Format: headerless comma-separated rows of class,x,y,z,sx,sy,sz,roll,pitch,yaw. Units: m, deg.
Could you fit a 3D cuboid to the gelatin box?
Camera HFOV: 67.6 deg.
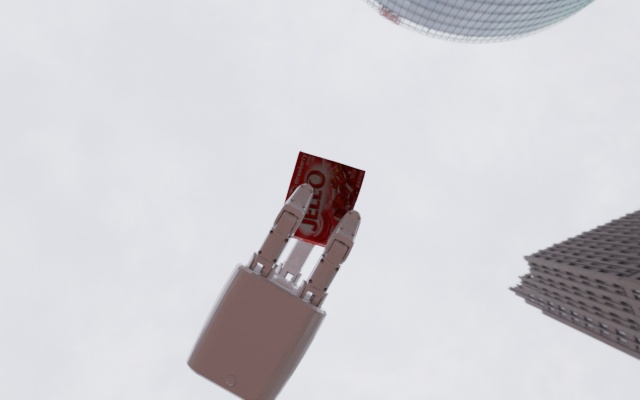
gelatin box,0.000,0.001,0.499,0.073,0.089,0.030,17,-10,-2
